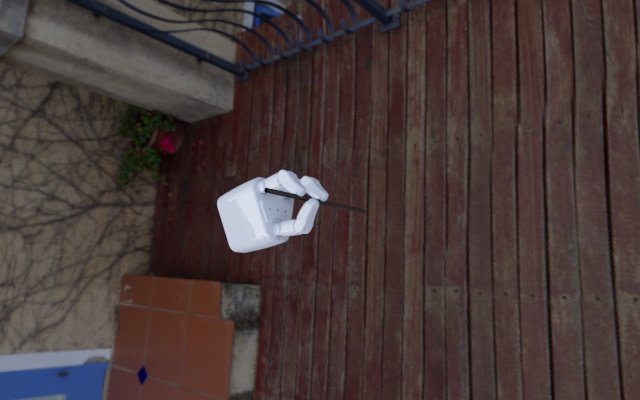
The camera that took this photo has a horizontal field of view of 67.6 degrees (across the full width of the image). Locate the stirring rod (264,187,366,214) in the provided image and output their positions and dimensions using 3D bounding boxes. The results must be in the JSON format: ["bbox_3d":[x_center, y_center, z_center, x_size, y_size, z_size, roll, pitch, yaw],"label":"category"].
[{"bbox_3d":[0.000,0.003,0.783,0.011,0.011,0.239,0,-9,42],"label":"stirring rod"}]
